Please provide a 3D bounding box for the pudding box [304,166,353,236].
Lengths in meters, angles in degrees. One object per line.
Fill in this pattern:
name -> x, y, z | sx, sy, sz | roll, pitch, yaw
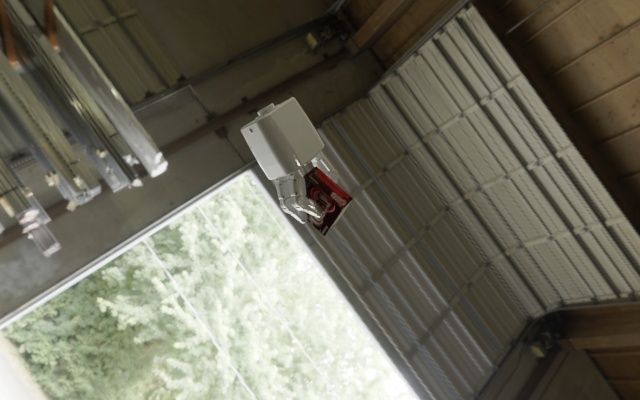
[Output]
pudding box -> 0.000, 0.003, 0.865 | 0.039, 0.090, 0.113 | -42, -10, -29
